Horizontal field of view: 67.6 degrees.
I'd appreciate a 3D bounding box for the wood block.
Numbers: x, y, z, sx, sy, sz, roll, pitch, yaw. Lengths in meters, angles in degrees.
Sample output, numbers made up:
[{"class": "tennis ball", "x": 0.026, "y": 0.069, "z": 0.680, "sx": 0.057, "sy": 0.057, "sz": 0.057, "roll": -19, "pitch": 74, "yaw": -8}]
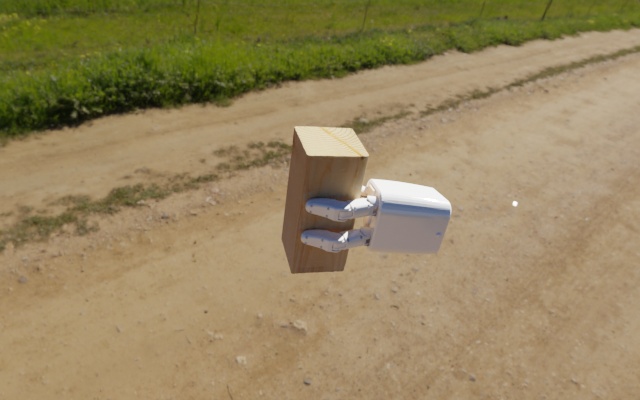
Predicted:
[{"class": "wood block", "x": 0.000, "y": 0.002, "z": 0.719, "sx": 0.090, "sy": 0.206, "sz": 0.090, "roll": -1, "pitch": 34, "yaw": -15}]
